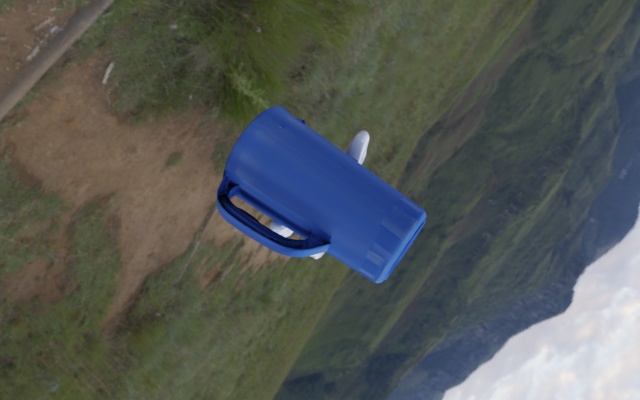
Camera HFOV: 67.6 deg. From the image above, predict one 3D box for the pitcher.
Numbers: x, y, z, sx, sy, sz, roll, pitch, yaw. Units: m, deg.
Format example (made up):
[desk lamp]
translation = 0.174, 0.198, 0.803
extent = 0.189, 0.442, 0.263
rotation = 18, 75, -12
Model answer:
[pitcher]
translation = 0.000, 0.002, 0.605
extent = 0.243, 0.149, 0.145
rotation = 34, 9, 13
